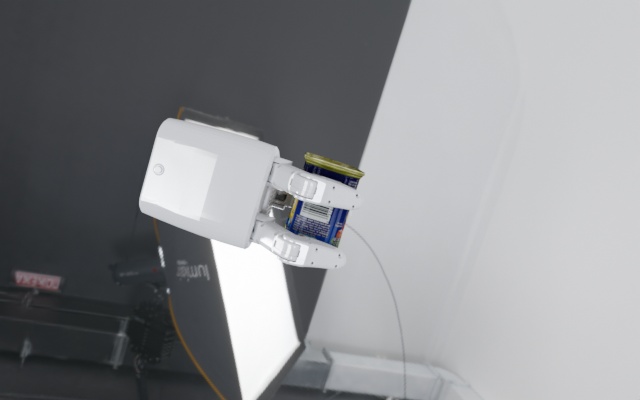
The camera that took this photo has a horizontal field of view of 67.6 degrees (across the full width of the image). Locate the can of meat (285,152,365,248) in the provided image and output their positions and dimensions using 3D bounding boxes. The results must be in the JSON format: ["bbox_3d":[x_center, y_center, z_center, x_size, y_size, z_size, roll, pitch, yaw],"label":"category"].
[{"bbox_3d":[0.000,0.002,0.468,0.057,0.084,0.102,17,6,-4],"label":"can of meat"}]
